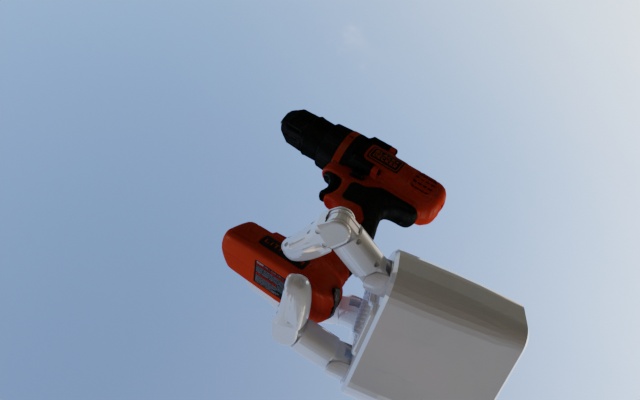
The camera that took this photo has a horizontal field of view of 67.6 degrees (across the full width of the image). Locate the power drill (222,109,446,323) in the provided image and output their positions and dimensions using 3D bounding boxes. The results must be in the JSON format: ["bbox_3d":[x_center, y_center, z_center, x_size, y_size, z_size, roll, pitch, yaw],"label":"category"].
[{"bbox_3d":[0.000,0.002,0.433,0.184,0.057,0.187,31,54,17],"label":"power drill"}]
